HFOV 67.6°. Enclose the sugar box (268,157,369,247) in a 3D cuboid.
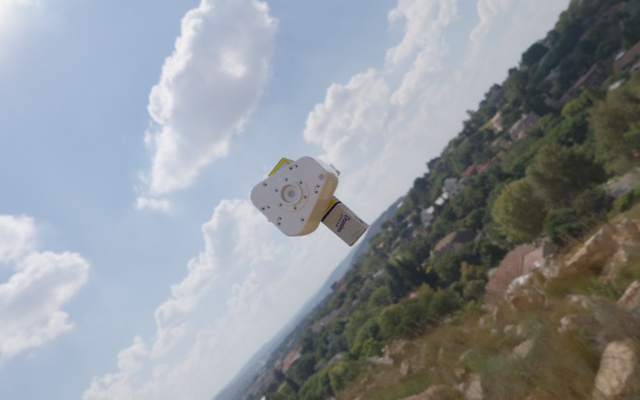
[{"bbox_3d":[0.000,0.003,0.792,0.176,0.048,0.093,43,7,6],"label":"sugar box"}]
